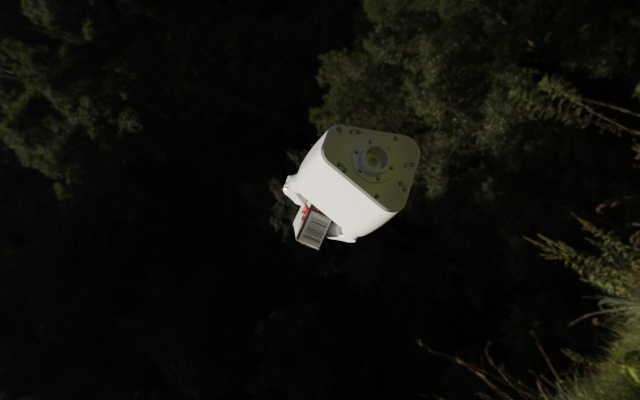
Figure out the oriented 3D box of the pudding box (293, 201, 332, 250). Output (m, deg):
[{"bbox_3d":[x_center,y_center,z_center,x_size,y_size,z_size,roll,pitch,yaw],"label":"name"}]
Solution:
[{"bbox_3d":[0.000,0.002,0.671,0.039,0.113,0.090,25,7,-9],"label":"pudding box"}]
